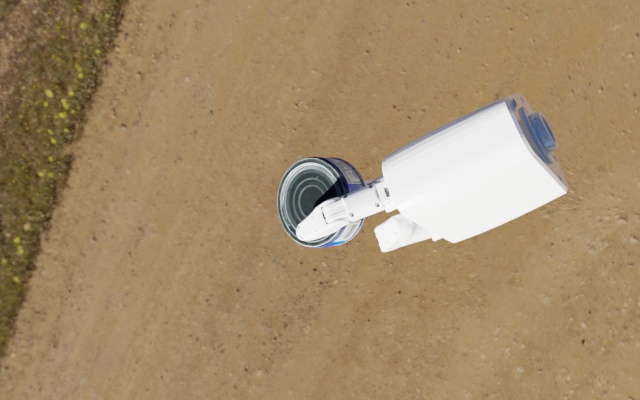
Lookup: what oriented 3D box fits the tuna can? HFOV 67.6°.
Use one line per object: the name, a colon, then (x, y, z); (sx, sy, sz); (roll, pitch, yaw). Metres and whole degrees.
tuna can: (0.000, 0.002, 0.450); (0.086, 0.086, 0.034); (0, 1, 38)
